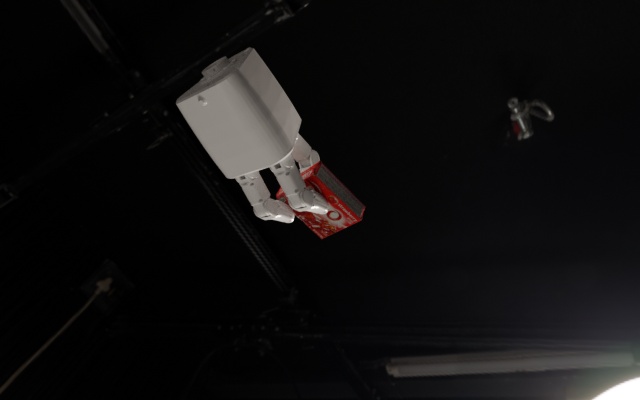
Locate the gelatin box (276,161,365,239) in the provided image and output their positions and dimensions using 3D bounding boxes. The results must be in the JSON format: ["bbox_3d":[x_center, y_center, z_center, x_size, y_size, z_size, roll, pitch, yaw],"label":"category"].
[{"bbox_3d":[0.000,0.002,0.607,0.073,0.030,0.089,-29,-63,39],"label":"gelatin box"}]
